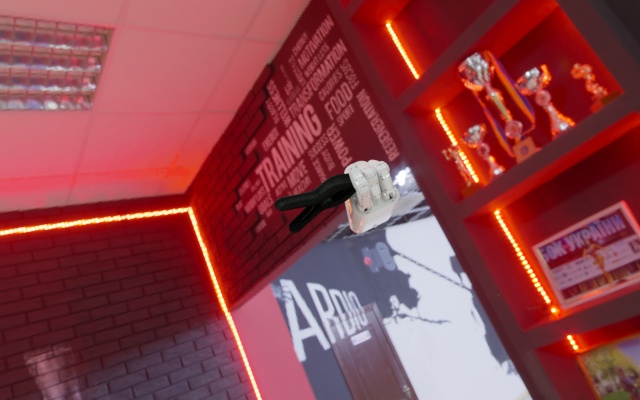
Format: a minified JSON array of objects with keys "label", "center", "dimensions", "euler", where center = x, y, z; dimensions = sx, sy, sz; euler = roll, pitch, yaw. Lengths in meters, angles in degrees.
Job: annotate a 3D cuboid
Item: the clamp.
[{"label":"clamp","center":[0.000,0.002,0.888],"dimensions":[0.171,0.039,0.120],"euler":[-22,-23,-9]}]
